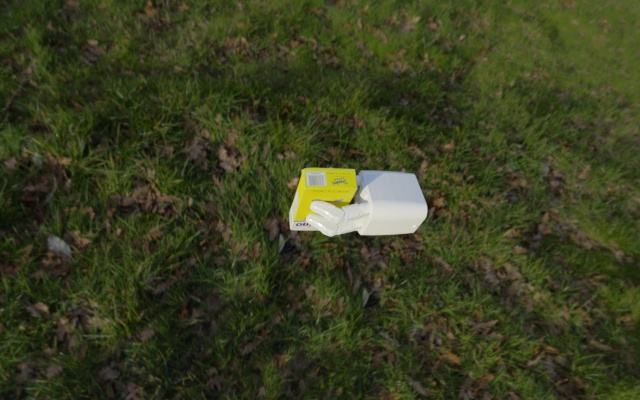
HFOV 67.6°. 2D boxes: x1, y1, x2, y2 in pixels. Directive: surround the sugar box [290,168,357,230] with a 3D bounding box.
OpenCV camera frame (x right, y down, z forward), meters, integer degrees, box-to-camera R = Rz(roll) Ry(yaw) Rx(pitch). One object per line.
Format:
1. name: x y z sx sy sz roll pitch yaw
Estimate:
1. sugar box: 0.000 0.003 0.869 0.093 0.048 0.176 1 -29 -11
